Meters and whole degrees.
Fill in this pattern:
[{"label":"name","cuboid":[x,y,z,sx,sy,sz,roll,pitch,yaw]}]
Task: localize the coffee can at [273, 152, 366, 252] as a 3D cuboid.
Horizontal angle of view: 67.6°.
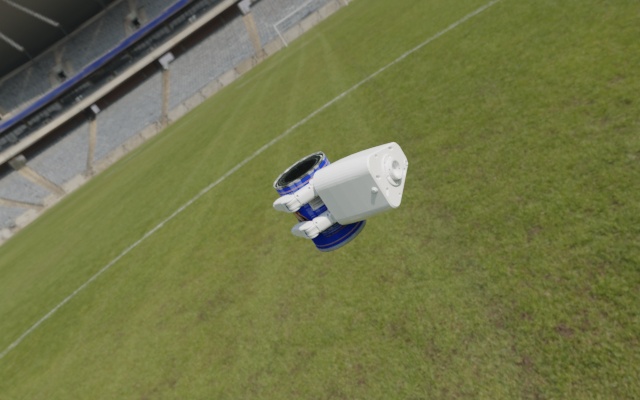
[{"label":"coffee can","cuboid":[0.000,0.003,0.820,0.103,0.140,0.102,-30,19,12]}]
